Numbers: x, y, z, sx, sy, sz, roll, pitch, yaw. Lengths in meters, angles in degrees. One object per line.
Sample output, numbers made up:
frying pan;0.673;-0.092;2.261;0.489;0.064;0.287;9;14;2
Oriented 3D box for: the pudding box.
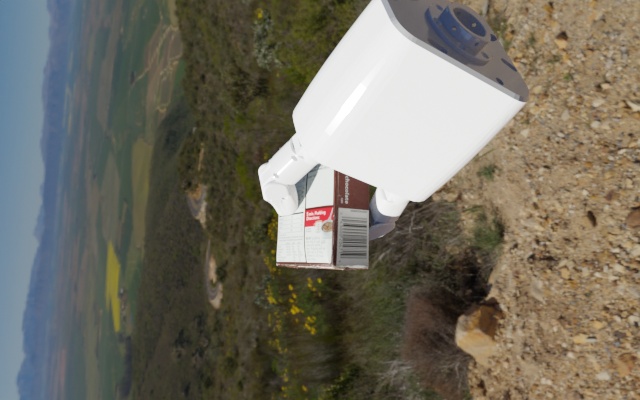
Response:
pudding box;0.000;0.001;0.406;0.039;0.113;0.090;8;-10;-33
